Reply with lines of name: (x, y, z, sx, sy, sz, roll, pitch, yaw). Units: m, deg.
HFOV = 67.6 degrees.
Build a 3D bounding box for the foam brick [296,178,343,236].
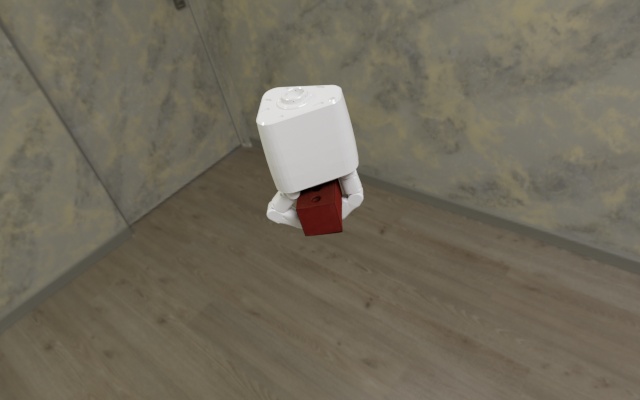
foam brick: (0.000, 0.002, 0.646, 0.053, 0.051, 0.078, -9, 39, 9)
